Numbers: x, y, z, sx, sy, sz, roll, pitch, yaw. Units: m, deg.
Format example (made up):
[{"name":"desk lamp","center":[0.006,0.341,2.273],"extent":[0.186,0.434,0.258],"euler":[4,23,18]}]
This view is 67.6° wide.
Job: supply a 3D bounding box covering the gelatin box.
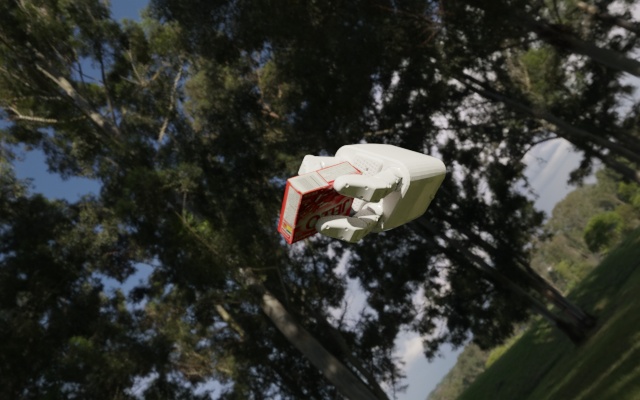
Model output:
[{"name":"gelatin box","center":[0.000,0.002,0.530],"extent":[0.089,0.073,0.030],"euler":[-20,50,-36]}]
